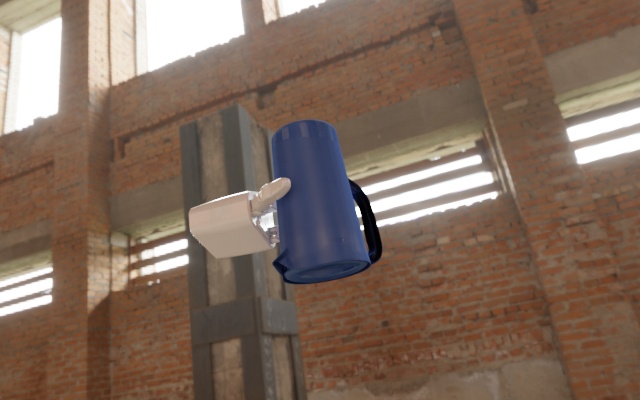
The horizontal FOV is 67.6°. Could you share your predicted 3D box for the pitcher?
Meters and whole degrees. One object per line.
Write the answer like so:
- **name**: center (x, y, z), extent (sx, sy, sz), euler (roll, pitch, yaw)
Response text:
- **pitcher**: center (0.000, 0.002, 0.747), extent (0.145, 0.242, 0.149), euler (-15, -21, 14)
